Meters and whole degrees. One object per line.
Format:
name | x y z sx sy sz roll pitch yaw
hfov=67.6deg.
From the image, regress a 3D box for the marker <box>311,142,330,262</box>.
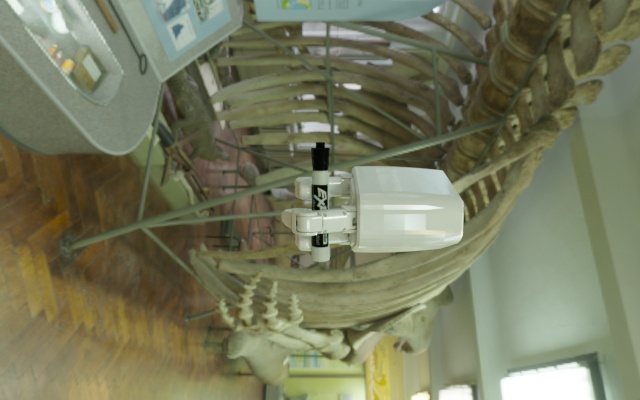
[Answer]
marker | 0.000 0.002 0.485 0.020 0.121 0.020 0 8 0
